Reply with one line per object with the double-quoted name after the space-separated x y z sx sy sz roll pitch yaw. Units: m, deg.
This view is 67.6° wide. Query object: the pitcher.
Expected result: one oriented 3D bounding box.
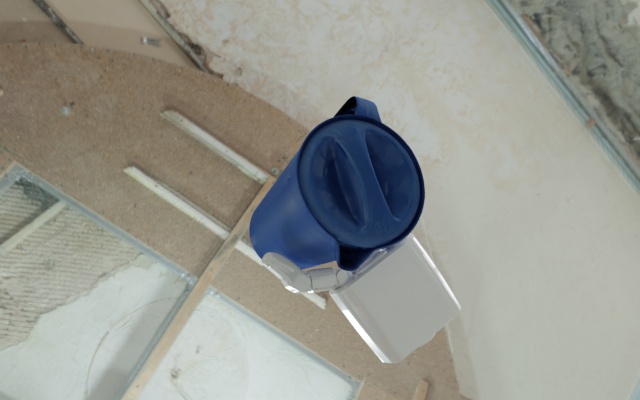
0.000 0.002 0.548 0.149 0.145 0.243 -36 0 -28 "pitcher"
